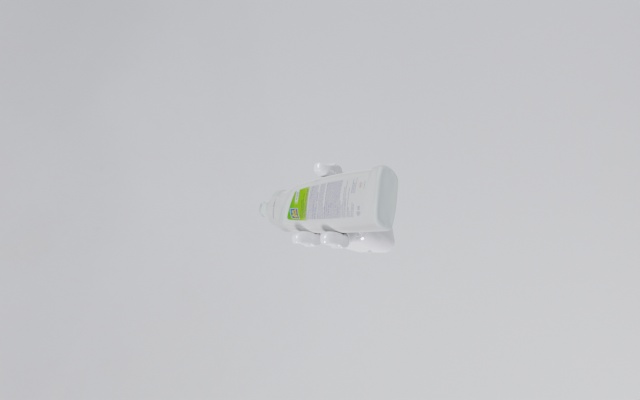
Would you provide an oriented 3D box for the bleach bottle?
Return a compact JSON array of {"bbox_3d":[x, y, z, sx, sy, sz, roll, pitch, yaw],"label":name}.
[{"bbox_3d":[0.000,0.003,0.790,0.251,0.102,0.068,-3,-19,37],"label":"bleach bottle"}]
